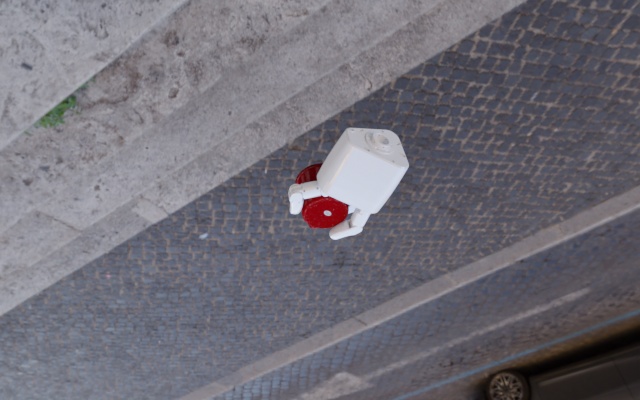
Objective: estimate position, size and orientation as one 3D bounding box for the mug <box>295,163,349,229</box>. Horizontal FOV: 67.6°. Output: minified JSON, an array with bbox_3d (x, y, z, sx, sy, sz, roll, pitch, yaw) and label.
[{"bbox_3d":[0.000,0.004,0.850,0.093,0.081,0.117,12,-47,-21],"label":"mug"}]
